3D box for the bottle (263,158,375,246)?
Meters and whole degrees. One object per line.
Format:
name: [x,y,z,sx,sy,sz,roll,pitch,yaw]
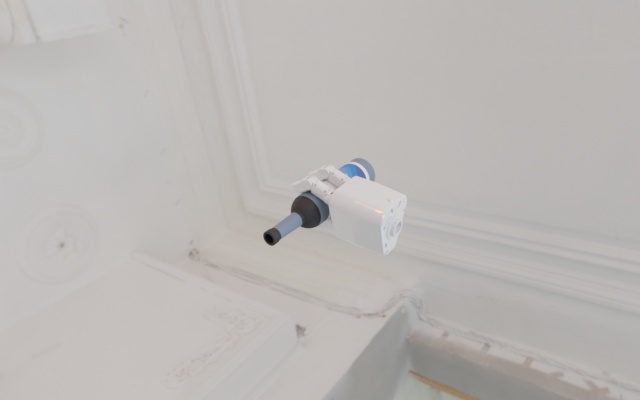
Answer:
bottle: [0.000,0.003,0.899,0.069,0.069,0.295,0,25,40]
